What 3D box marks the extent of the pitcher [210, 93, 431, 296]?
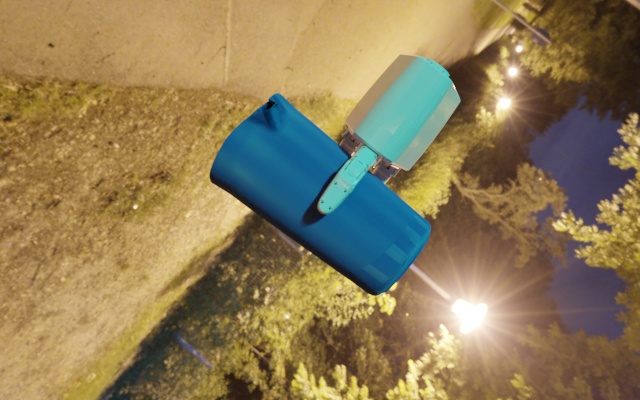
[{"bbox_3d":[0.000,0.002,0.568,0.243,0.145,0.149,39,13,4],"label":"pitcher"}]
